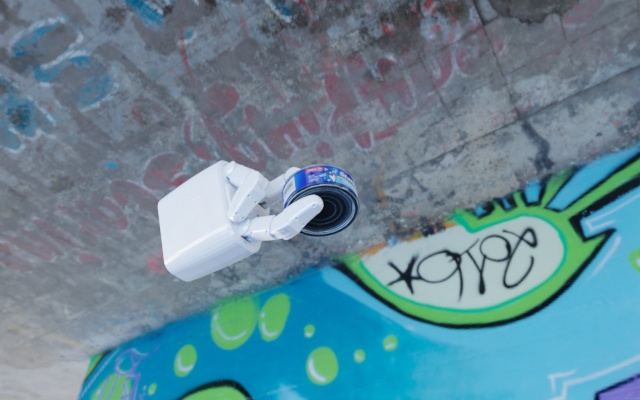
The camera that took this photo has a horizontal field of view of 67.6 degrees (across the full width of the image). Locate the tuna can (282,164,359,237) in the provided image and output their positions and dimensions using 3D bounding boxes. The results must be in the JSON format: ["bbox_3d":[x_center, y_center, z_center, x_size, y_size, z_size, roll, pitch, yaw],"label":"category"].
[{"bbox_3d":[0.000,0.002,0.536,0.086,0.086,0.033,0,44,-9],"label":"tuna can"}]
